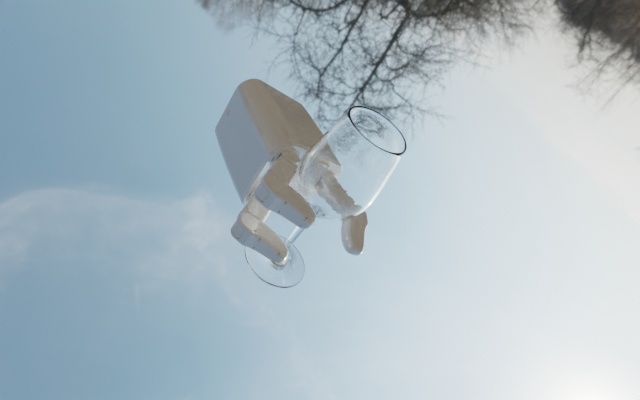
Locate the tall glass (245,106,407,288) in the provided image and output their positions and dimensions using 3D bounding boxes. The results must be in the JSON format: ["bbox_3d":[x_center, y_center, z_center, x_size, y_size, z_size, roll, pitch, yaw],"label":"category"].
[{"bbox_3d":[0.000,0.002,0.474,0.079,0.079,0.201,0,-40,-41],"label":"tall glass"}]
